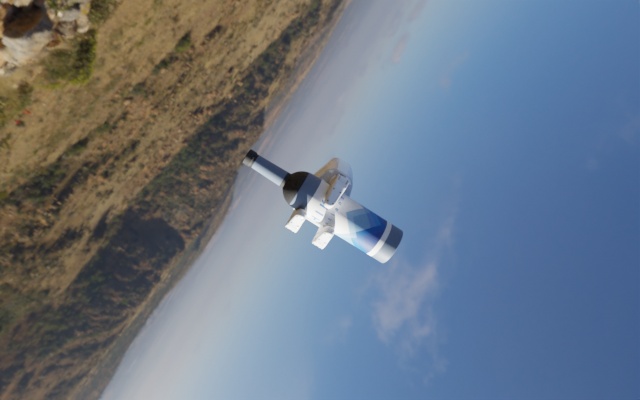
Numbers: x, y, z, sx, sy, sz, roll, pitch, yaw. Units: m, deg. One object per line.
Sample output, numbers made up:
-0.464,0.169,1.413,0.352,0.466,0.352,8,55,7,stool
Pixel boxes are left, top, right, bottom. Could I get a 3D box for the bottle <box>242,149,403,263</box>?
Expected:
0.000,0.003,0.814,0.296,0.069,0.069,32,-3,-5,bottle
